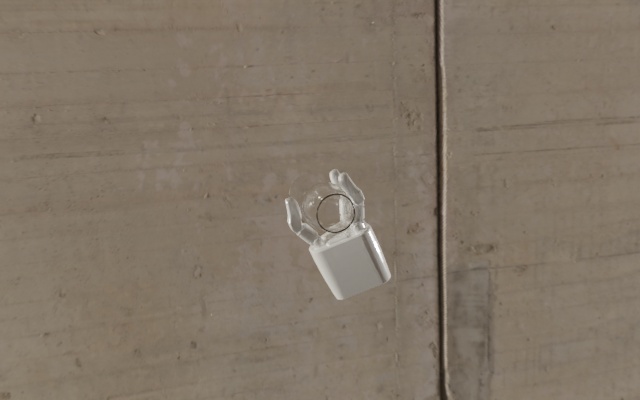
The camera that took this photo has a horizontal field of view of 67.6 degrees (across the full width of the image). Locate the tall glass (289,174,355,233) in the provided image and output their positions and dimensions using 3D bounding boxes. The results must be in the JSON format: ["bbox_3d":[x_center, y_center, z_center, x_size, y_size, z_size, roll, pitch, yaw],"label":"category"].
[{"bbox_3d":[0.000,0.002,0.821,0.079,0.079,0.201,0,10,-14],"label":"tall glass"}]
